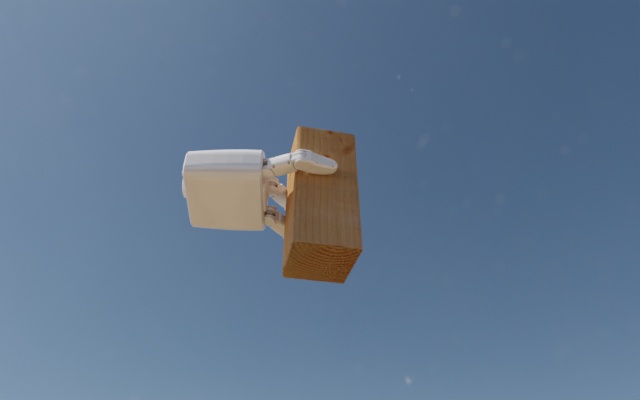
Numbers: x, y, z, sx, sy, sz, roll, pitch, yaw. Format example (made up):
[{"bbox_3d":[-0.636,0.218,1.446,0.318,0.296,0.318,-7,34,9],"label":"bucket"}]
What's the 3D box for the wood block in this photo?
[{"bbox_3d":[0.000,0.002,0.677,0.090,0.206,0.091,8,-39,-10],"label":"wood block"}]
